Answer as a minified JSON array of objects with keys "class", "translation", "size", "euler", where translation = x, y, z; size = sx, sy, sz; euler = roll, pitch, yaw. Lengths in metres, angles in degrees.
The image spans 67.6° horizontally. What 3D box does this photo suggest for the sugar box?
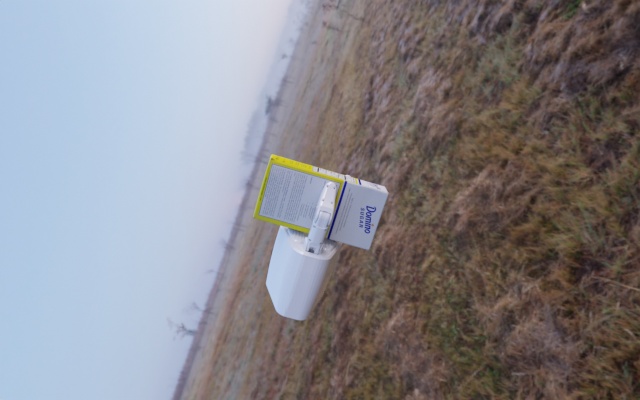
[{"class":"sugar box","translation":[0.000,0.002,0.694],"size":[0.176,0.093,0.048],"euler":[16,15,-6]}]
